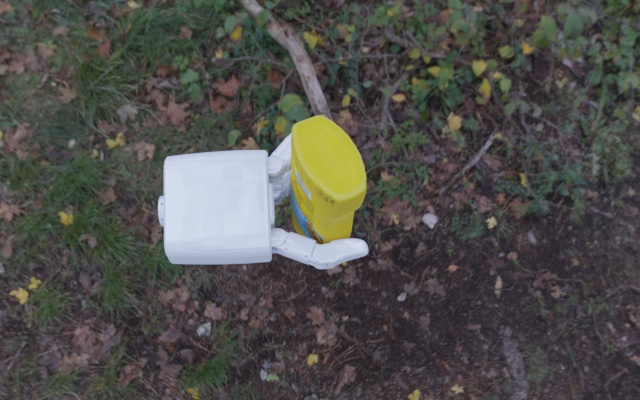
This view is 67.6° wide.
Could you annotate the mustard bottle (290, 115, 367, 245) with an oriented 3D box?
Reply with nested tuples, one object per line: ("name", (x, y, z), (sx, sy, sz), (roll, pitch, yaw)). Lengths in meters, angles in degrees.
("mustard bottle", (0.000, 0.001, 0.518), (0.058, 0.096, 0.192), (-25, -23, -17))
